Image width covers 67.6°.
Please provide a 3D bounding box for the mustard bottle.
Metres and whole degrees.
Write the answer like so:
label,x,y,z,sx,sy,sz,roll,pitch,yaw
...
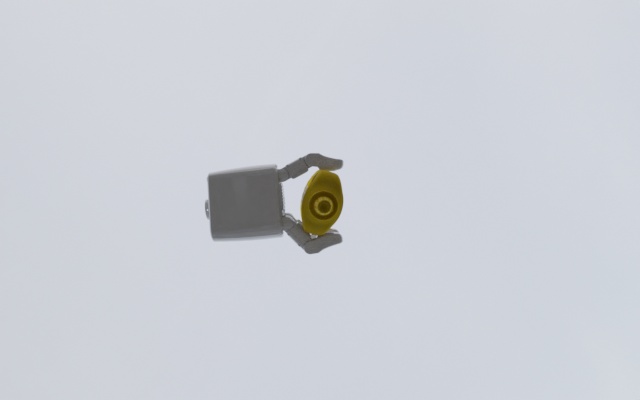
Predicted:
label,x,y,z,sx,sy,sz,roll,pitch,yaw
mustard bottle,0.000,0.002,0.718,0.058,0.096,0.191,18,2,-3
